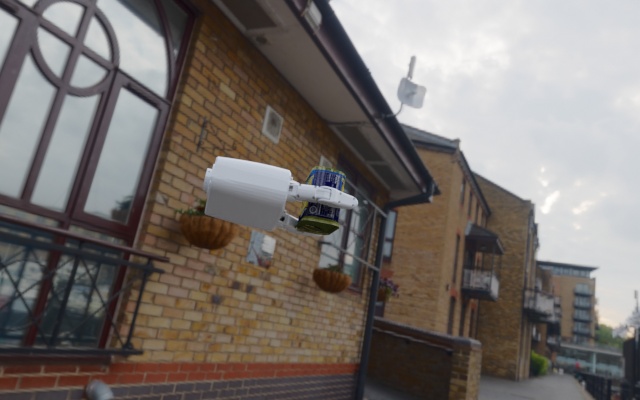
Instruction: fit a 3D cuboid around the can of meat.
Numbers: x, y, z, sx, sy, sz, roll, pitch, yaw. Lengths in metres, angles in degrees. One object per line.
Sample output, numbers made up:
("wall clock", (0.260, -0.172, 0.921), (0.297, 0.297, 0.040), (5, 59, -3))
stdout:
("can of meat", (0.000, 0.002, 0.731), (0.057, 0.084, 0.102), (12, -14, -9))
